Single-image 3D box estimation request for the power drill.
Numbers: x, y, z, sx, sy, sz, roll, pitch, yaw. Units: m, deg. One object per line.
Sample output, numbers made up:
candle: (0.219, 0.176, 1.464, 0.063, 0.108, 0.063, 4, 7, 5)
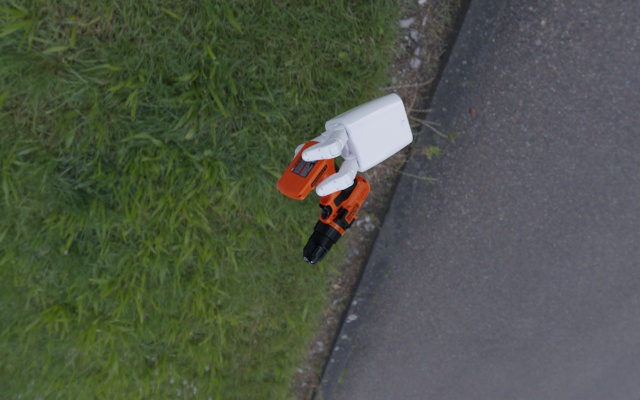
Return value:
power drill: (0.000, 0.002, 0.813, 0.057, 0.184, 0.188, 24, -16, 34)
